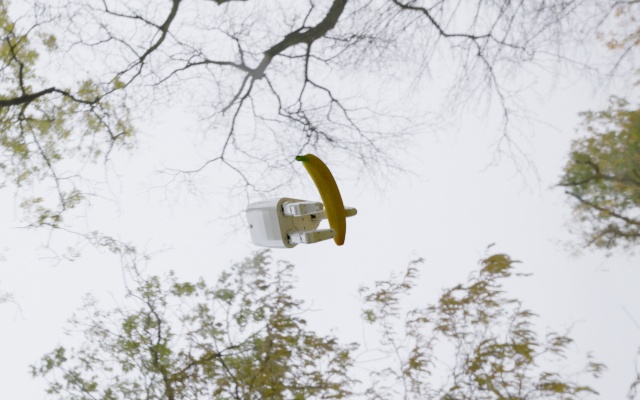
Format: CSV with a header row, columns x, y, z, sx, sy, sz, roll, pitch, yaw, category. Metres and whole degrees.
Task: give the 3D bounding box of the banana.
x,y,z,sx,sy,sz,roll,pitch,yaw,category
0.008,-0.011,0.869,0.037,0.198,0.069,-5,32,41,banana
